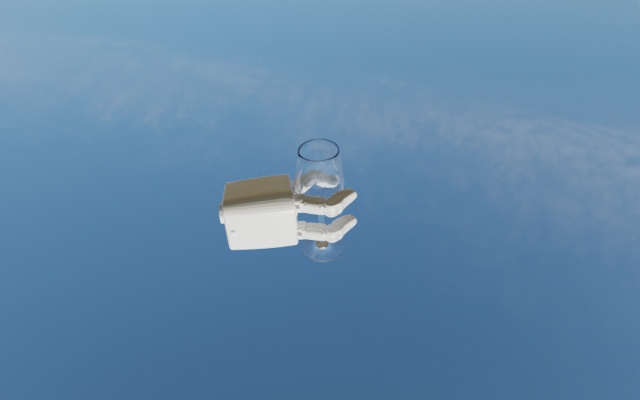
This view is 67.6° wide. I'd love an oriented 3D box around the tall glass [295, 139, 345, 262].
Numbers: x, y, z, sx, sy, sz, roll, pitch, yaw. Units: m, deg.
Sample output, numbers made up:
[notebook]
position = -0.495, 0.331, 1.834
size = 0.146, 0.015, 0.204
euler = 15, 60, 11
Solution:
[tall glass]
position = 0.000, 0.003, 0.765
size = 0.079, 0.201, 0.079
euler = -1, 39, 1
